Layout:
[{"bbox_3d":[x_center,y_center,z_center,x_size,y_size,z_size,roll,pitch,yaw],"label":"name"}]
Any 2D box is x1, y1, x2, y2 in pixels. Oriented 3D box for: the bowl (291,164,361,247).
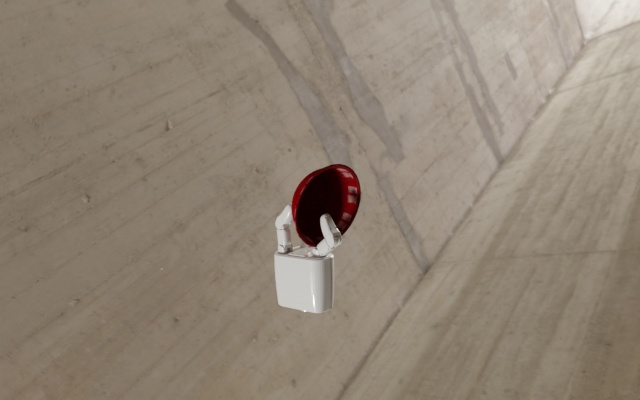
[{"bbox_3d":[0.000,0.002,0.889,0.162,0.162,0.055,0,19,-44],"label":"bowl"}]
